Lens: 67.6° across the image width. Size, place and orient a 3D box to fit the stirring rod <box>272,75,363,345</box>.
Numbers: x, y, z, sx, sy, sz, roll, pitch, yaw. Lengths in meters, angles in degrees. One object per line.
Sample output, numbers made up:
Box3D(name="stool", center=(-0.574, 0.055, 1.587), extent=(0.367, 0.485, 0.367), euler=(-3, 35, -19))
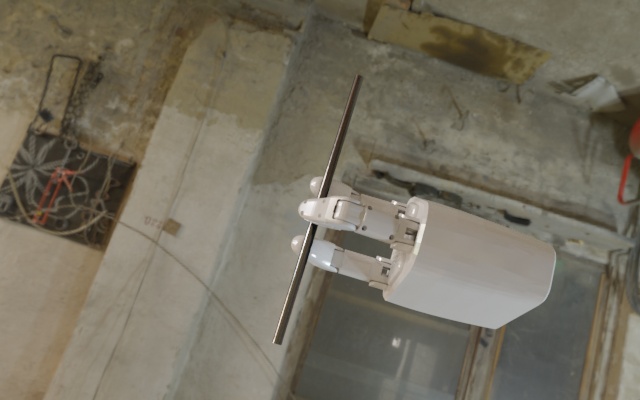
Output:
Box3D(name="stirring rod", center=(0.000, 0.001, 0.404), extent=(0.011, 0.239, 0.011), euler=(16, -12, 4))
